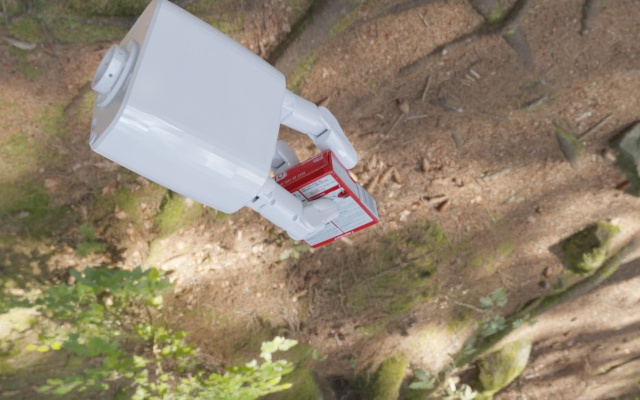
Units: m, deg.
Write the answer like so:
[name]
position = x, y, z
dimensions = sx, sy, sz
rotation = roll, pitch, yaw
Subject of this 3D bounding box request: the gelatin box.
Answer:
[gelatin box]
position = 0.000, 0.002, 0.432
dimensions = 0.073, 0.030, 0.089
rotation = -25, -44, 22
